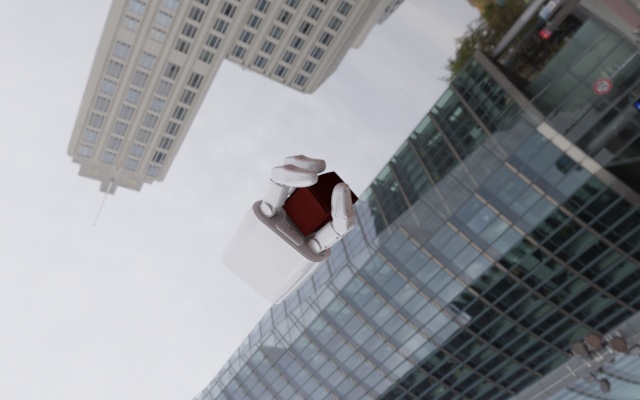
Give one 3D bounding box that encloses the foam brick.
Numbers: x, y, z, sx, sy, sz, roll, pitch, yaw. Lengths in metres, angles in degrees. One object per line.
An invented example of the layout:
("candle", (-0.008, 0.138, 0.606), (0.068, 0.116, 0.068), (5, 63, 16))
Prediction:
("foam brick", (0.000, 0.002, 0.615), (0.051, 0.053, 0.078), (-48, -16, 32))
